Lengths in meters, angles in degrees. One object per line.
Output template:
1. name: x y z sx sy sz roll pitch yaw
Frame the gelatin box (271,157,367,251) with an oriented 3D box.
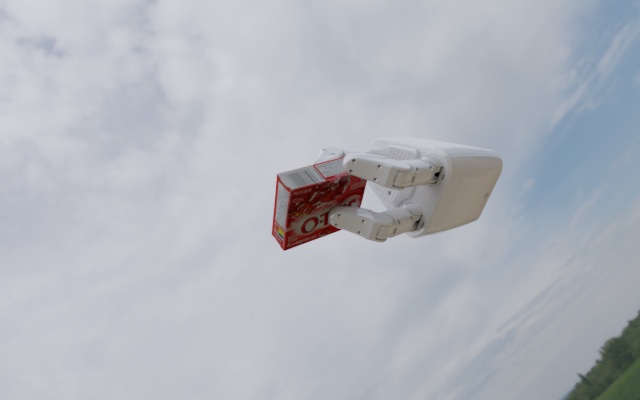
1. gelatin box: 0.000 0.001 0.453 0.089 0.073 0.030 -17 46 -30
